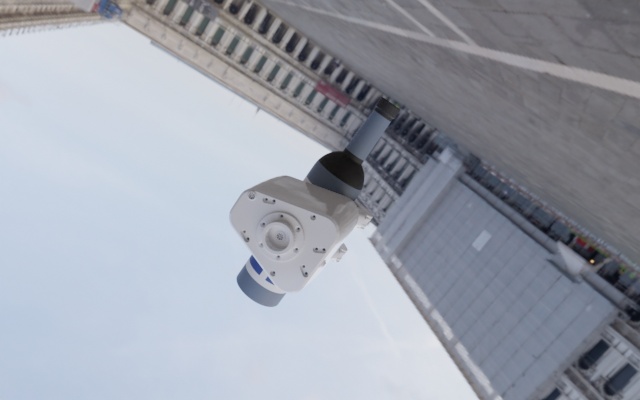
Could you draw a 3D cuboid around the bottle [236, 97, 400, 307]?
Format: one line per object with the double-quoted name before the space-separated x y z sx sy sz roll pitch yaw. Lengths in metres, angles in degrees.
"bottle" 0.000 0.002 0.596 0.069 0.296 0.069 33 14 -9
